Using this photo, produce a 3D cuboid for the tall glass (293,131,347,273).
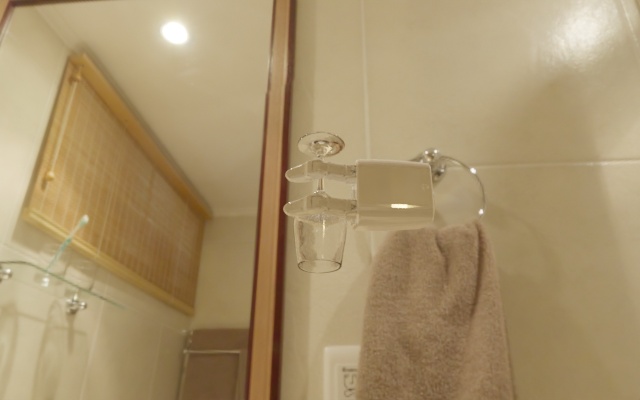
[{"bbox_3d":[0.000,0.002,0.706,0.079,0.201,0.079,1,-25,0],"label":"tall glass"}]
